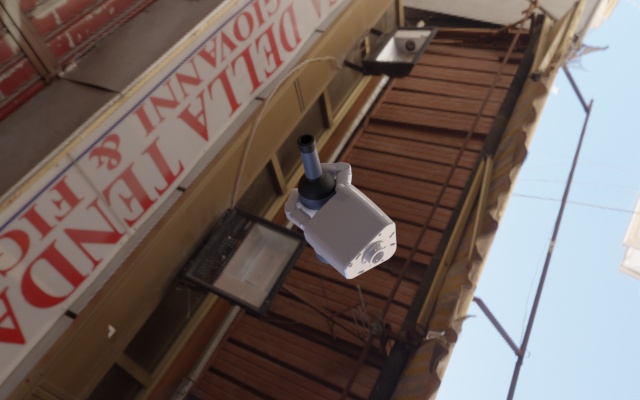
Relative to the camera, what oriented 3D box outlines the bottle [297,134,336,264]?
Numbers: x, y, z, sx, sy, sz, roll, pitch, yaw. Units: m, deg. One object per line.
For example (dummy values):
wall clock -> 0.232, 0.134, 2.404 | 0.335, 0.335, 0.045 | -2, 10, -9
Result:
bottle -> 0.000, 0.003, 0.829 | 0.069, 0.069, 0.296 | 0, -40, 11
